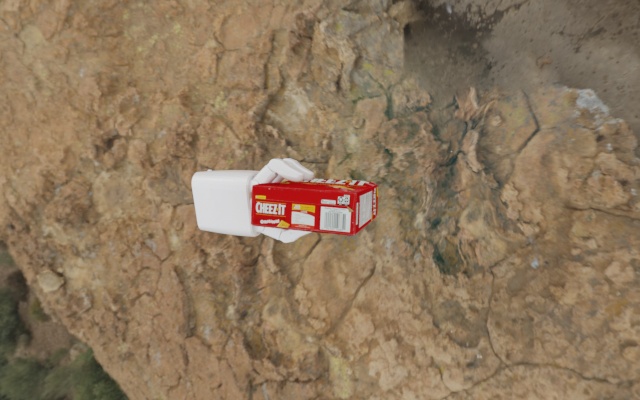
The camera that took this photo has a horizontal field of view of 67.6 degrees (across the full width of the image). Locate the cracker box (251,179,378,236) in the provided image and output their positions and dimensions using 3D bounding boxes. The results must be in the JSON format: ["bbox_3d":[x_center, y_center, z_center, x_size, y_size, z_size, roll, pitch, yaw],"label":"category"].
[{"bbox_3d":[0.000,0.003,0.800,0.164,0.072,0.213,4,7,15],"label":"cracker box"}]
